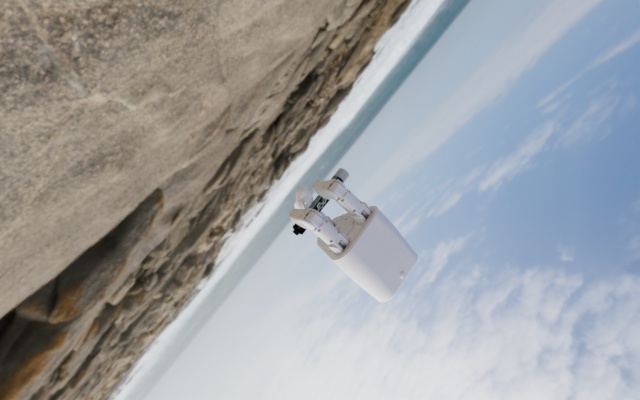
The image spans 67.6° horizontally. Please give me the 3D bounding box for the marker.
[{"bbox_3d":[0.000,0.002,0.694,0.020,0.121,0.020,34,-19,13],"label":"marker"}]
